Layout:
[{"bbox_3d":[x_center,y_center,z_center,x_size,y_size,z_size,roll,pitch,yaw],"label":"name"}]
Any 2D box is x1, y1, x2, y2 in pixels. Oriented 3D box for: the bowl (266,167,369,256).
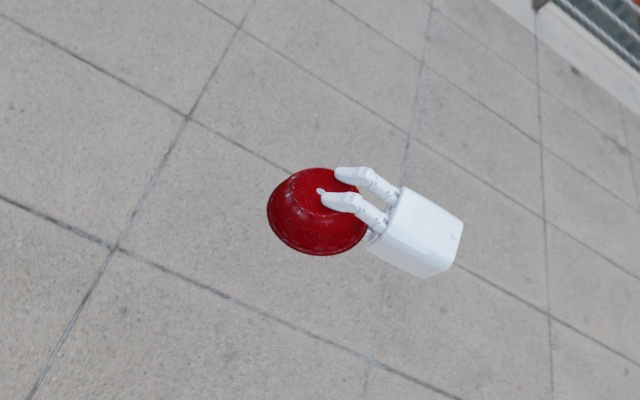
[{"bbox_3d":[-0.001,0.002,0.723,0.162,0.162,0.055,0,-38,-9],"label":"bowl"}]
